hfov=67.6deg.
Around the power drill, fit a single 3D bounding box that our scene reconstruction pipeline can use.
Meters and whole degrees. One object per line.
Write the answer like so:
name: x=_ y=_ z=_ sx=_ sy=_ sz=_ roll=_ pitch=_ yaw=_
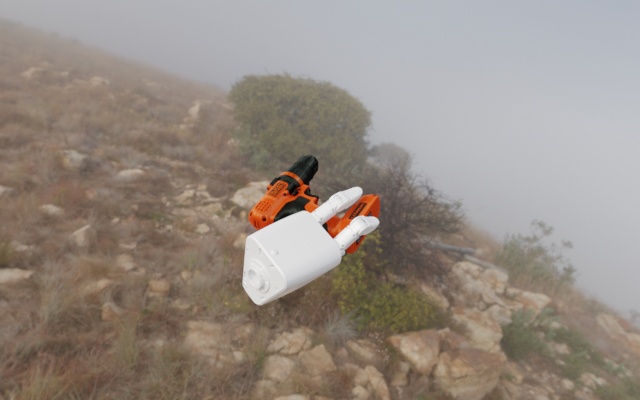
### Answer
power drill: x=0.000 y=0.003 z=0.799 sx=0.187 sy=0.057 sz=0.184 roll=18 pitch=51 yaw=25
